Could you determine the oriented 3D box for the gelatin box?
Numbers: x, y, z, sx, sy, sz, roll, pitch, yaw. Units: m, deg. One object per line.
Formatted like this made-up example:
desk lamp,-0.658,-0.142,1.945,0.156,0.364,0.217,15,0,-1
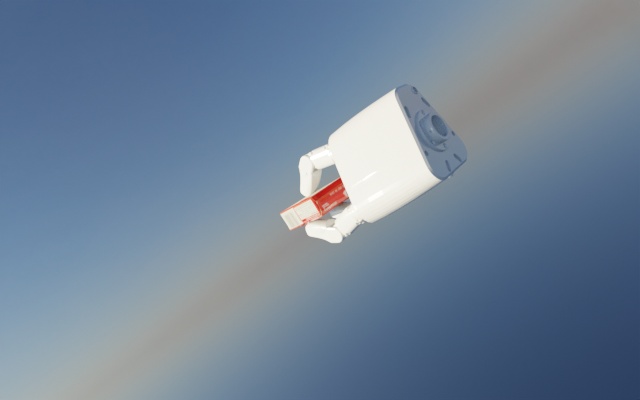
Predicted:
gelatin box,0.000,0.002,0.615,0.073,0.030,0.089,-33,3,-34
